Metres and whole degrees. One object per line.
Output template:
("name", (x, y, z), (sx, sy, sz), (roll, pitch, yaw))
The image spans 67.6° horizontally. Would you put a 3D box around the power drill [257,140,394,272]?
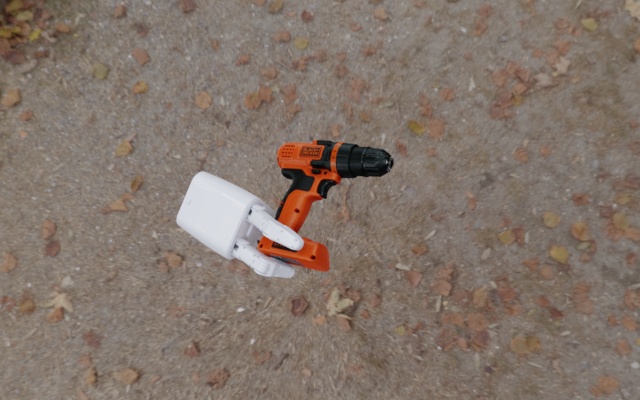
("power drill", (0.000, 0.003, 0.679), (0.184, 0.187, 0.057), (6, -22, 32))
